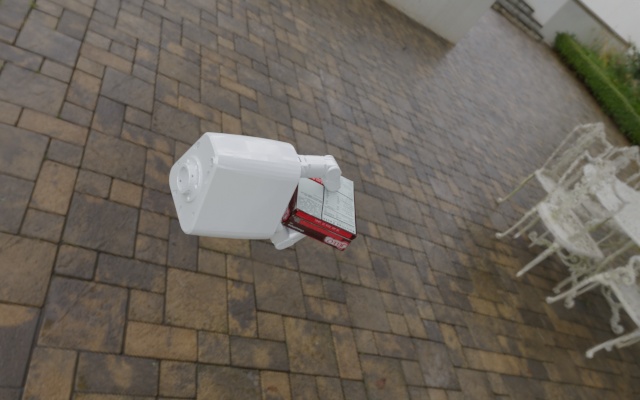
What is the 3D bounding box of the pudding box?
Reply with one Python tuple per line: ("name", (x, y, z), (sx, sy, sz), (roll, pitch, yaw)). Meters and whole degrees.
("pudding box", (0.000, 0.002, 0.619), (0.090, 0.113, 0.039), (26, -52, -19))
